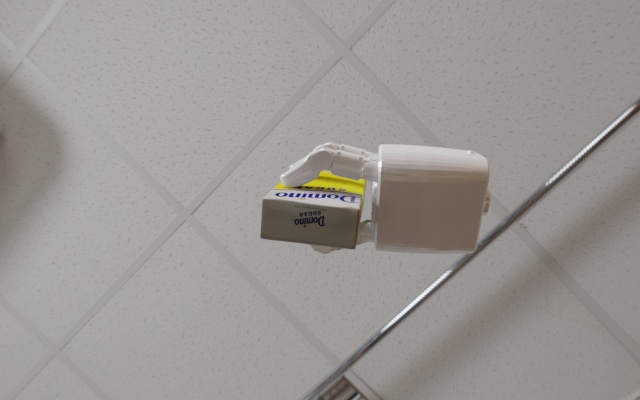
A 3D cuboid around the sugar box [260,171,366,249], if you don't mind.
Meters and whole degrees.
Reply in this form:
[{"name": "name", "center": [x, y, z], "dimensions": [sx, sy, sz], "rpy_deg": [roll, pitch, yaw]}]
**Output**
[{"name": "sugar box", "center": [0.000, 0.001, 0.519], "dimensions": [0.093, 0.048, 0.176], "rpy_deg": [6, 11, 5]}]
